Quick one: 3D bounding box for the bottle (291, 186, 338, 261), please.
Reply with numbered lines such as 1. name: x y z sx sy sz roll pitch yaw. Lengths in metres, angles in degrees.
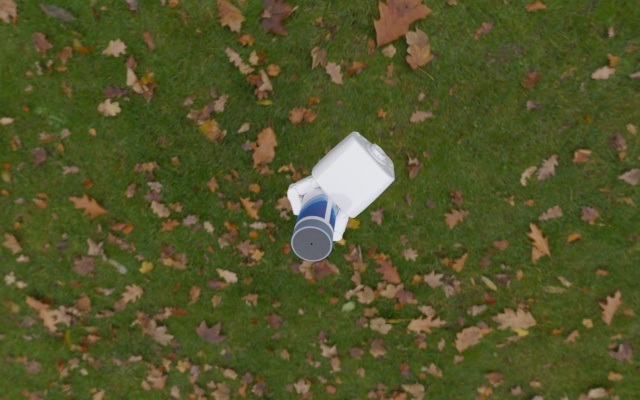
1. bottle: 0.000 0.003 0.894 0.069 0.069 0.295 0 27 6
